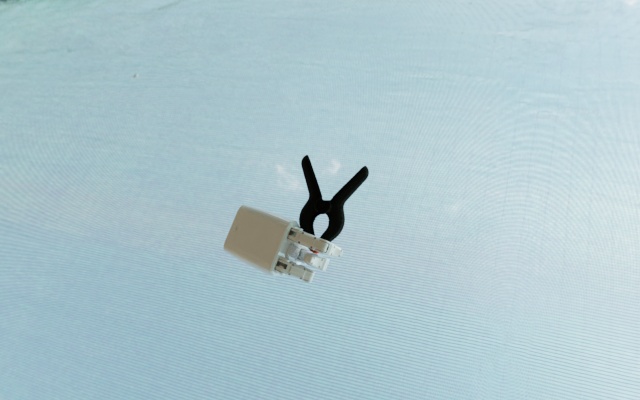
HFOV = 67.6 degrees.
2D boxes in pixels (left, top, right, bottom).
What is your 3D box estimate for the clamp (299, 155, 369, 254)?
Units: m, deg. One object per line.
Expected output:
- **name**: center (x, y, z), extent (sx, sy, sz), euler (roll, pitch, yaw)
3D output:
- **clamp**: center (0.000, 0.003, 0.823), extent (0.120, 0.171, 0.039), euler (20, -8, 21)
